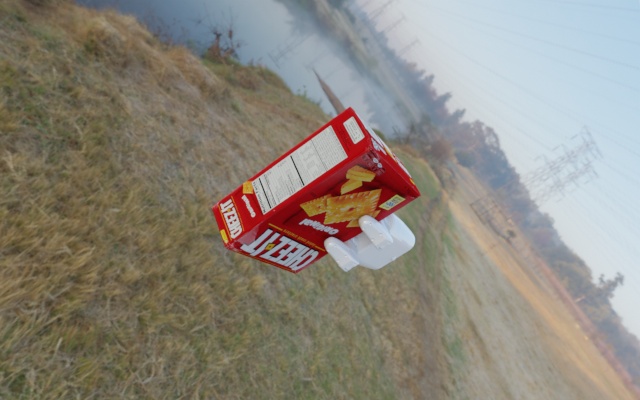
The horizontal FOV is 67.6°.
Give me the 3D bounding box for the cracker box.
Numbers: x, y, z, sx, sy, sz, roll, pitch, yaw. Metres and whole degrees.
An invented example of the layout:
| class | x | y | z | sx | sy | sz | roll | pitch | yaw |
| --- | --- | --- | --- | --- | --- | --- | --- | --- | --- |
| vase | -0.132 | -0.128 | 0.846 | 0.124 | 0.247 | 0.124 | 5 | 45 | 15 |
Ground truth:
| class | x | y | z | sx | sy | sz | roll | pitch | yaw |
| --- | --- | --- | --- | --- | --- | --- | --- | --- | --- |
| cracker box | 0.000 | 0.002 | 0.607 | 0.214 | 0.072 | 0.164 | -34 | -33 | 15 |
